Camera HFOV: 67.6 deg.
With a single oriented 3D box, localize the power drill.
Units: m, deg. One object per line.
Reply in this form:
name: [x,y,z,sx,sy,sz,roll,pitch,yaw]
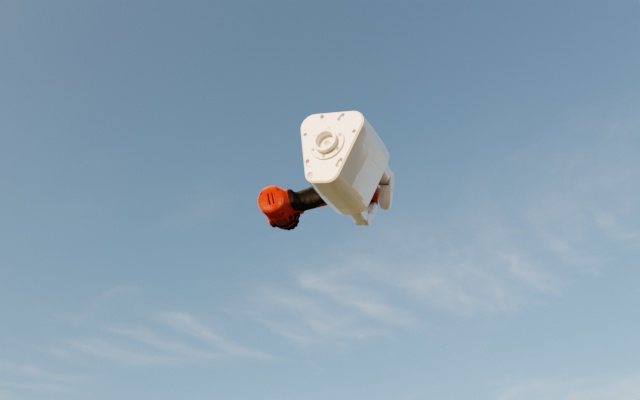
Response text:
power drill: [0.001,0.002,0.794,0.187,0.057,0.184,-16,-13,2]
